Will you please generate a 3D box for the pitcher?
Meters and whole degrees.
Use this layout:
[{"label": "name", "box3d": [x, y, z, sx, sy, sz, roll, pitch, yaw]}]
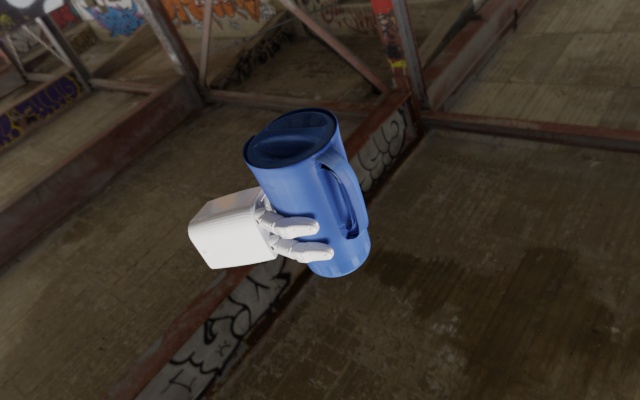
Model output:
[{"label": "pitcher", "box3d": [0.000, 0.002, 0.689, 0.145, 0.243, 0.149, -13, 39, 13]}]
